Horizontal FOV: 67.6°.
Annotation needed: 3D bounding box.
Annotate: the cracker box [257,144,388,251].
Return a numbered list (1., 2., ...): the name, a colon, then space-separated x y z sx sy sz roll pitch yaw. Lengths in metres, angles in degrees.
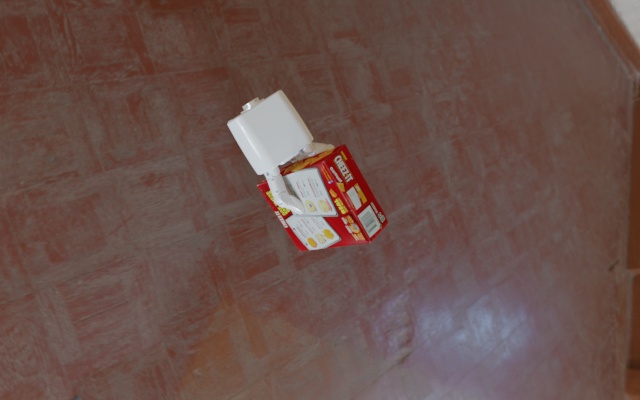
1. cracker box: 0.000 0.003 0.881 0.072 0.164 0.214 -41 16 -35
